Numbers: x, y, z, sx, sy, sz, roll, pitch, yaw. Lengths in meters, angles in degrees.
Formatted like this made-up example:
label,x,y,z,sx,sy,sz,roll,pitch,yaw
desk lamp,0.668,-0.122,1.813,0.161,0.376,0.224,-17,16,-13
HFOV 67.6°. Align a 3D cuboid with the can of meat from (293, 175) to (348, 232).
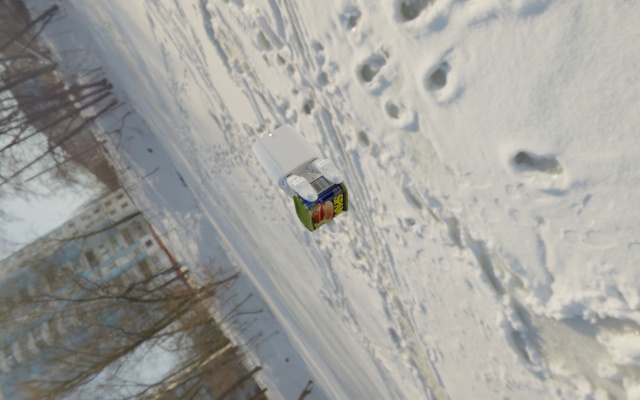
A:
label,x,y,z,sx,sy,sz,roll,pitch,yaw
can of meat,0.000,0.003,0.863,0.084,0.057,0.102,-32,-26,-14
